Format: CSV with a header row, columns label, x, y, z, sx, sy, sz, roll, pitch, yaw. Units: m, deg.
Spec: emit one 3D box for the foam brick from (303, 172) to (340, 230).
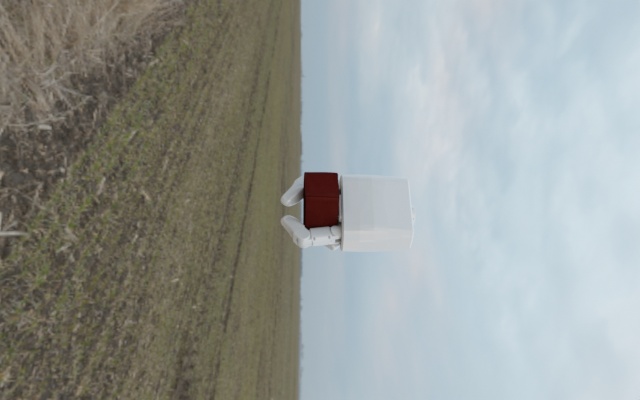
label,x,y,z,sx,sy,sz,roll,pitch,yaw
foam brick,0.000,0.002,0.706,0.051,0.053,0.078,1,-43,-1
